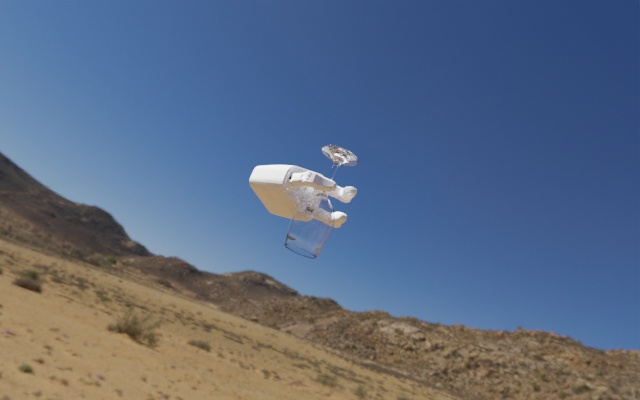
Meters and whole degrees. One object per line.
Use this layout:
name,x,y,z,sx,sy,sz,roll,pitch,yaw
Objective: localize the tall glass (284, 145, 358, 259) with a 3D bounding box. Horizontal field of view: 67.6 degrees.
tall glass,0.000,0.002,0.875,0.079,0.201,0.079,21,-16,6
